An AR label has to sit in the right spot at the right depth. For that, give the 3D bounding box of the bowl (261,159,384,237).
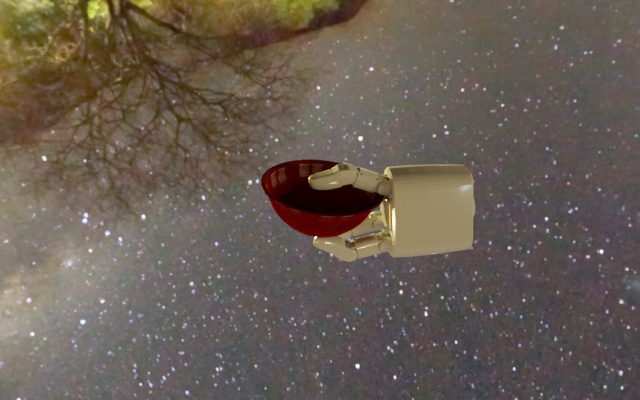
[{"bbox_3d":[-0.001,0.002,0.635,0.162,0.055,0.162,6,28,-3],"label":"bowl"}]
